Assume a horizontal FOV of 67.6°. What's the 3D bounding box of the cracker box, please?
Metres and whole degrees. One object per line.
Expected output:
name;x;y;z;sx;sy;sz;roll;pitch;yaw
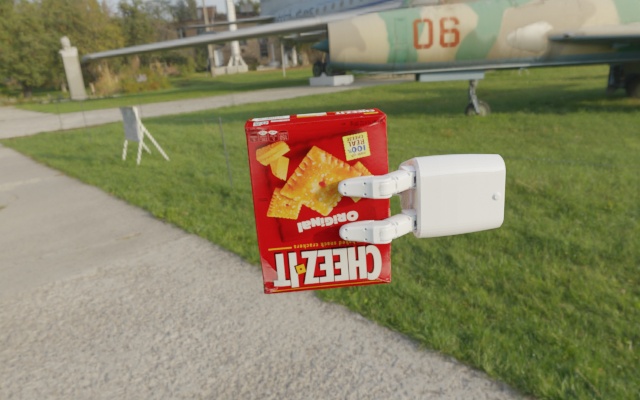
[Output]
cracker box;0.000;0.002;0.591;0.164;0.214;0.072;-5;17;-2
